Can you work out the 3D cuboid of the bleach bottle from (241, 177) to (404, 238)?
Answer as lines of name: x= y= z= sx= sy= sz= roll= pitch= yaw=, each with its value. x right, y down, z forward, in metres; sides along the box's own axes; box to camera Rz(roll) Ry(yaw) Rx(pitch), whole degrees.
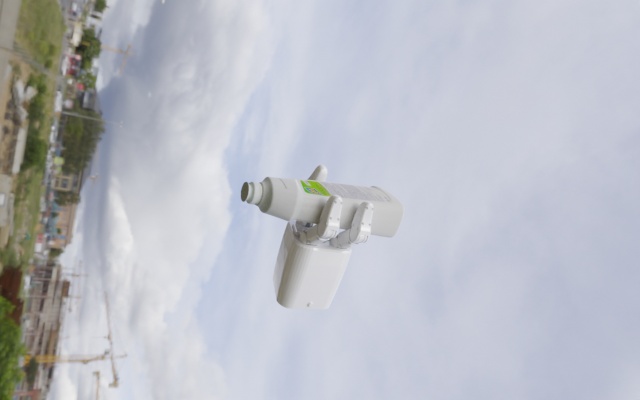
bleach bottle: x=0.000 y=0.002 z=0.714 sx=0.251 sy=0.068 sz=0.102 roll=9 pitch=17 yaw=-31
